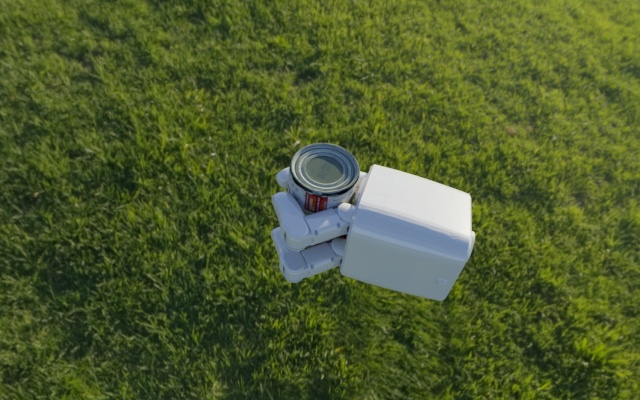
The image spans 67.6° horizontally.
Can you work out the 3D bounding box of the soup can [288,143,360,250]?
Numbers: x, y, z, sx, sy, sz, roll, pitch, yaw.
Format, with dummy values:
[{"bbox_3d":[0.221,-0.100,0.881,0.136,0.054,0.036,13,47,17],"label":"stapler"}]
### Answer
[{"bbox_3d":[0.000,0.001,0.479,0.068,0.068,0.102,0,-40,-6],"label":"soup can"}]
